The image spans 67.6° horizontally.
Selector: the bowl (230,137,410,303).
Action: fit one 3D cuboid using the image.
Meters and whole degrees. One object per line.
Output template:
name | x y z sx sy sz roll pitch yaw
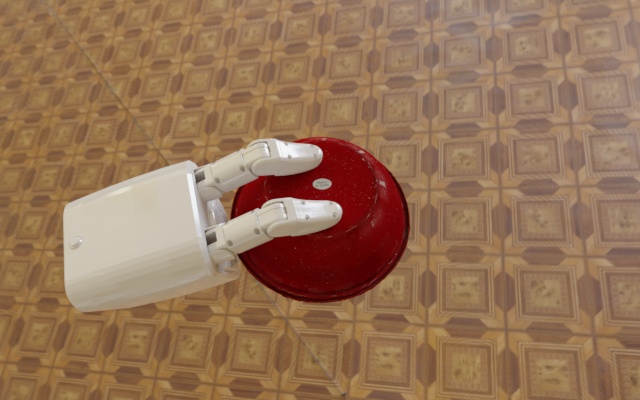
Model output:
bowl | 0.001 0.001 0.407 0.162 0.162 0.055 0 -29 -1
